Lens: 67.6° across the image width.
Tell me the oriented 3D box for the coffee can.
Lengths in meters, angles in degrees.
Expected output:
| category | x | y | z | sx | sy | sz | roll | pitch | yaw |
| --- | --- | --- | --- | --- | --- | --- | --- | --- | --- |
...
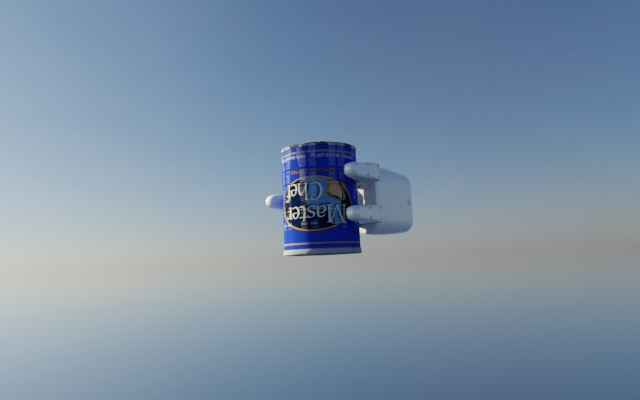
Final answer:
| category | x | y | z | sx | sy | sz | roll | pitch | yaw |
| --- | --- | --- | --- | --- | --- | --- | --- | --- | --- |
| coffee can | 0.000 | 0.002 | 0.635 | 0.103 | 0.140 | 0.103 | -2 | -7 | 0 |
